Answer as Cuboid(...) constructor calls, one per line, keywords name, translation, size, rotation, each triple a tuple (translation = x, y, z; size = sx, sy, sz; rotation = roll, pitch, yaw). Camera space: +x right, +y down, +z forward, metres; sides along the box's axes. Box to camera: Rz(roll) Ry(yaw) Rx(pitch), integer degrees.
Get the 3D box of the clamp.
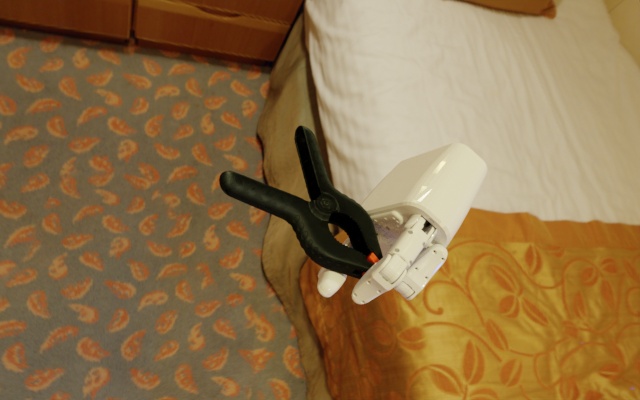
Cuboid(name="clamp", translation=(0.000, 0.001, 0.466), size=(0.120, 0.171, 0.039), rotation=(-49, 1, -32))
